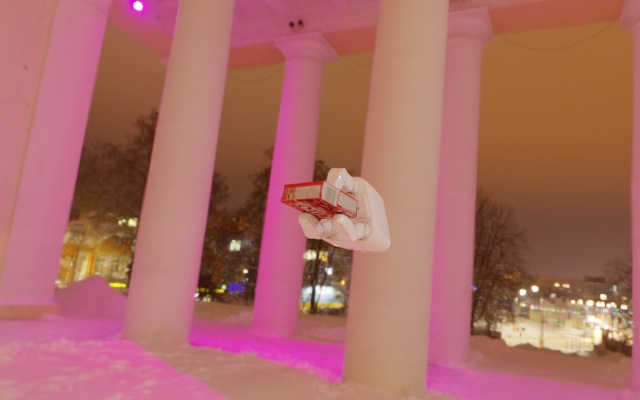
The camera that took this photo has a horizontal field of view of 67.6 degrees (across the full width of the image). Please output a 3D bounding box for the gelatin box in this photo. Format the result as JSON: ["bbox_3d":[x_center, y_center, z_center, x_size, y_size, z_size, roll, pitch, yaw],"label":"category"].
[{"bbox_3d":[0.000,0.002,0.684,0.073,0.030,0.089,-4,-21,38],"label":"gelatin box"}]
